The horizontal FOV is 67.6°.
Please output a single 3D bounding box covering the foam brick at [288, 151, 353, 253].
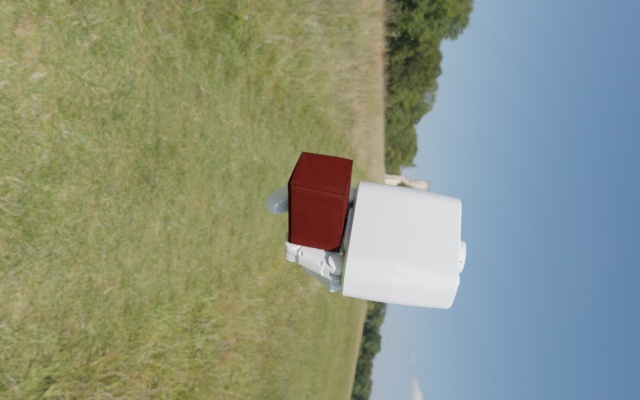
[{"bbox_3d":[0.000,0.001,0.453,0.051,0.078,0.053,10,43,8],"label":"foam brick"}]
